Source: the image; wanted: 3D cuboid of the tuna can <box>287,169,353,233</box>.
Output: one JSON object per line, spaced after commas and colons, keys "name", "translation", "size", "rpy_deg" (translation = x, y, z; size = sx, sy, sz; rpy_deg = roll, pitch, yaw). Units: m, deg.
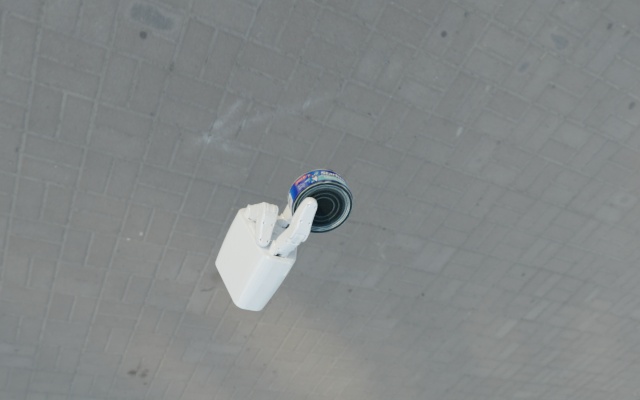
{"name": "tuna can", "translation": [0.000, 0.002, 0.644], "size": [0.086, 0.086, 0.033], "rpy_deg": [0, 32, -15]}
